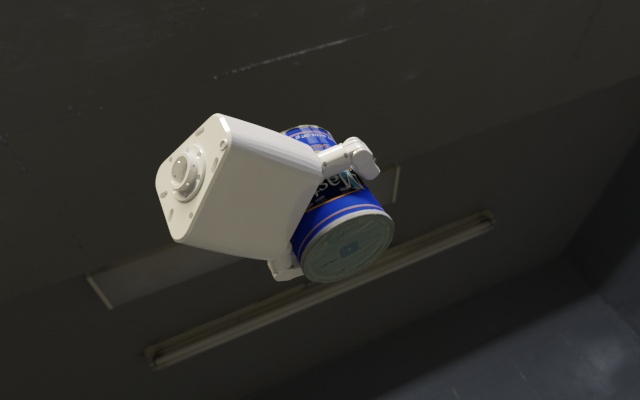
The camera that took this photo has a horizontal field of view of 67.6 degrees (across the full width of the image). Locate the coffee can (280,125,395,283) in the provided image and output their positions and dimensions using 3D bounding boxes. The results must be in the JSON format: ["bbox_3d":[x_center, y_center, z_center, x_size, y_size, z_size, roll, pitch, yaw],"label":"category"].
[{"bbox_3d":[0.000,0.002,0.513,0.103,0.103,0.140,0,44,-36],"label":"coffee can"}]
